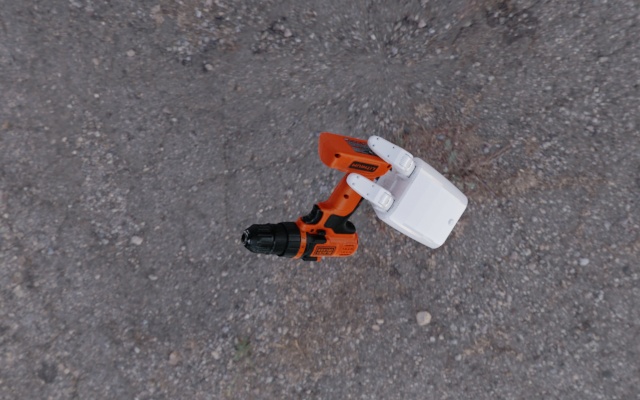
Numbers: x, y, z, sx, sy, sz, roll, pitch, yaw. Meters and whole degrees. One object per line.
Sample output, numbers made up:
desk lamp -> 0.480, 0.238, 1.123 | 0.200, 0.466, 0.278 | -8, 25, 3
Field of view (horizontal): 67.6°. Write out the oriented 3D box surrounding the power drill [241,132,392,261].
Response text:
power drill -> 0.001, 0.002, 0.649 | 0.184, 0.188, 0.057 | 4, 36, -36
